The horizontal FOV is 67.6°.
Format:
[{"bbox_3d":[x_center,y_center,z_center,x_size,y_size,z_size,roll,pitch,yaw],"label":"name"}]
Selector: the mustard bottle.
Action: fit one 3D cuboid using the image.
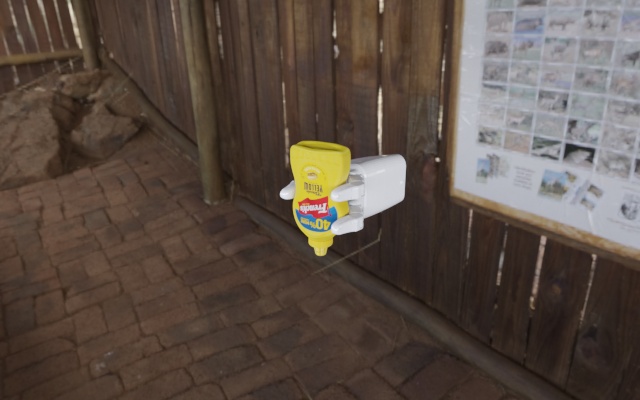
[{"bbox_3d":[0.000,0.002,0.783,0.096,0.192,0.058,11,25,25],"label":"mustard bottle"}]
